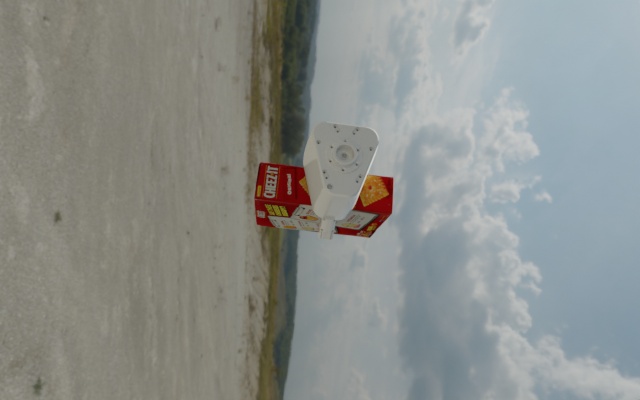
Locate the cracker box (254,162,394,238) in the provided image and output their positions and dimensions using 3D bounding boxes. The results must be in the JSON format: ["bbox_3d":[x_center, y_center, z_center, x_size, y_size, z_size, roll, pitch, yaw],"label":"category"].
[{"bbox_3d":[0.000,0.003,0.809,0.214,0.072,0.164,7,-18,-4],"label":"cracker box"}]
